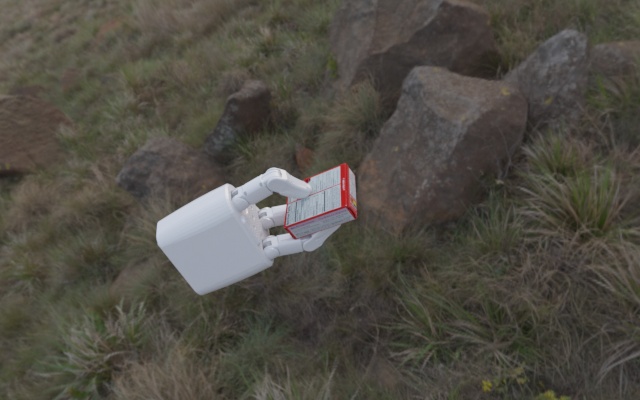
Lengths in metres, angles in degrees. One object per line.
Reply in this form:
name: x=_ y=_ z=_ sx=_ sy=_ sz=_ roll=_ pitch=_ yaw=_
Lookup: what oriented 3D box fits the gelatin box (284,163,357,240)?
gelatin box: x=0.000 y=0.002 z=0.592 sx=0.089 sy=0.073 sz=0.030 roll=-21 pitch=-48 yaw=22
